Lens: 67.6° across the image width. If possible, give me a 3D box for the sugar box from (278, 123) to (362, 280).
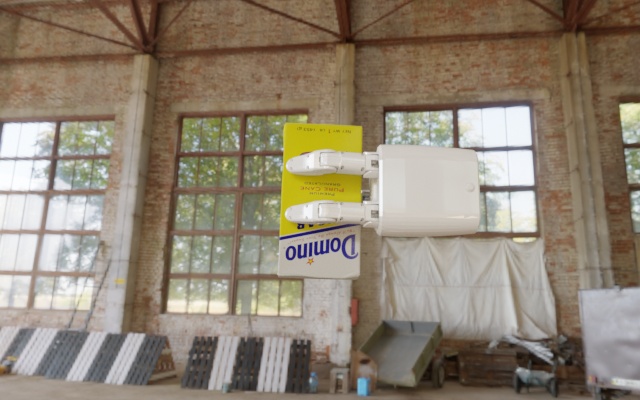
[{"bbox_3d":[0.000,0.002,0.551,0.093,0.176,0.048,1,-12,-3],"label":"sugar box"}]
